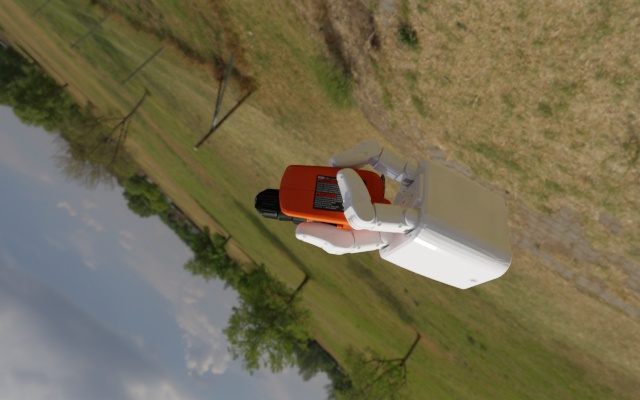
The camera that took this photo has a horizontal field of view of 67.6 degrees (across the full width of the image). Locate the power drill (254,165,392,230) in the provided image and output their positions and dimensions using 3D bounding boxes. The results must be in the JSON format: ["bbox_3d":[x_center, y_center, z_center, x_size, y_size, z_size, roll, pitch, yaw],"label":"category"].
[{"bbox_3d":[0.000,0.002,0.566,0.184,0.057,0.187,4,-5,3],"label":"power drill"}]
